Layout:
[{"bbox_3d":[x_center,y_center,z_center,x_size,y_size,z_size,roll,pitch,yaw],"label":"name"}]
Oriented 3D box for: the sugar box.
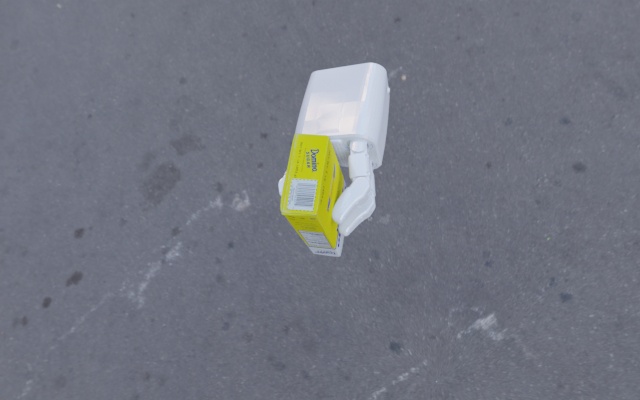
[{"bbox_3d":[0.001,0.002,0.574,0.048,0.093,0.176,5,-18,15],"label":"sugar box"}]
